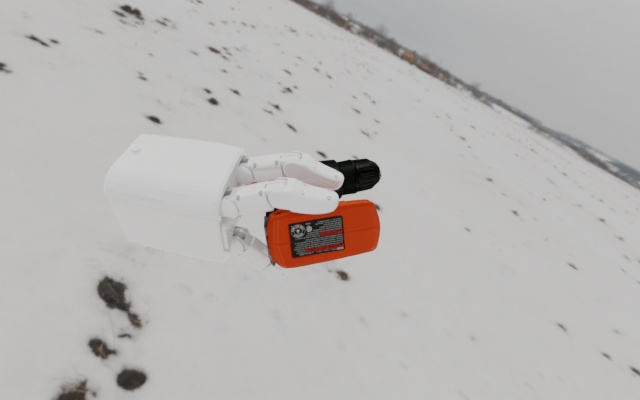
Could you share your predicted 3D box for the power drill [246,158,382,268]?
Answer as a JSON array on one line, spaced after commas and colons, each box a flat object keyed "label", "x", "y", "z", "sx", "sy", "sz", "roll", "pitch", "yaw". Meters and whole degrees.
[{"label": "power drill", "x": 0.000, "y": 0.002, "z": 0.520, "sx": 0.184, "sy": 0.057, "sz": 0.187, "roll": -12, "pitch": 19, "yaw": -9}]
